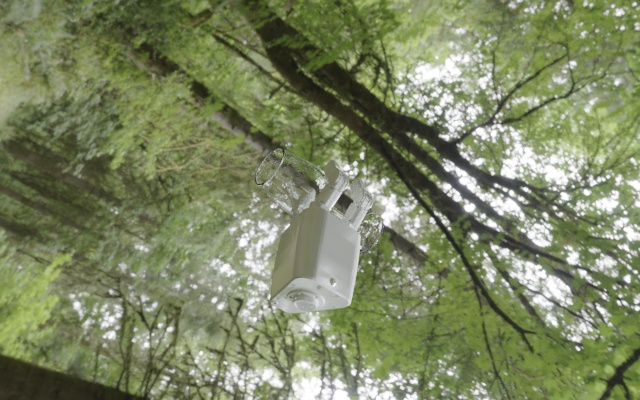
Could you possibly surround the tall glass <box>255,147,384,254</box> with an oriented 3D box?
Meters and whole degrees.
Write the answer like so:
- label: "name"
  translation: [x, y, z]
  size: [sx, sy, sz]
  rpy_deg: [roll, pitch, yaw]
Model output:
- label: "tall glass"
  translation: [0.001, 0.003, 0.702]
  size: [0.201, 0.079, 0.079]
  rpy_deg: [35, -19, -30]
